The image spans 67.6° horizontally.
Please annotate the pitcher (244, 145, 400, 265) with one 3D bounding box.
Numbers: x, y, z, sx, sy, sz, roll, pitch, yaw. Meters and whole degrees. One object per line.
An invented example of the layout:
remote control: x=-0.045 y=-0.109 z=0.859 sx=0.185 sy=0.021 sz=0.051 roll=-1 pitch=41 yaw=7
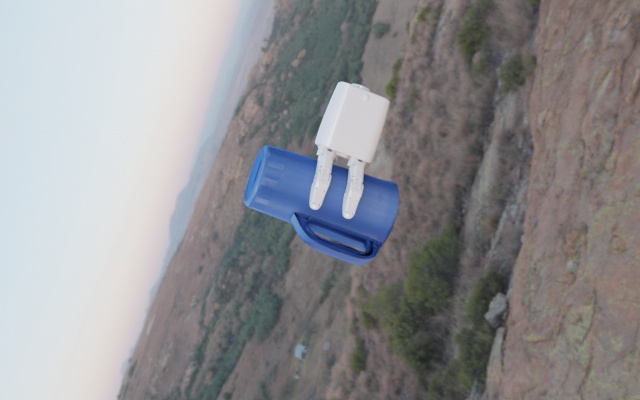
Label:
pitcher: x=0.000 y=0.002 z=0.804 sx=0.243 sy=0.145 sz=0.149 roll=18 pitch=5 yaw=-15
